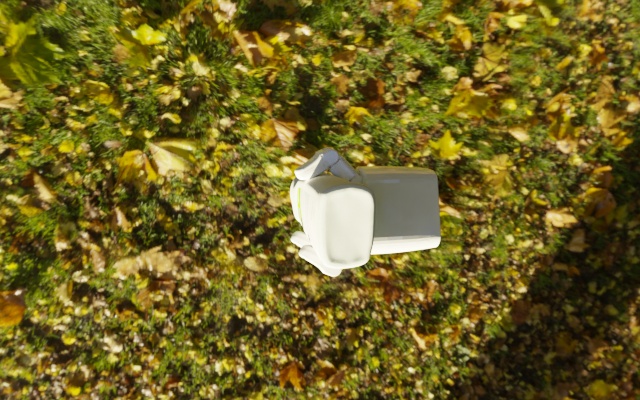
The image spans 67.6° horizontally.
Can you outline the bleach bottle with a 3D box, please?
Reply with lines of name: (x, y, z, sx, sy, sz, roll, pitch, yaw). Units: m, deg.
bleach bottle: (0.000, 0.002, 0.645, 0.068, 0.102, 0.250, -3, 15, -14)
